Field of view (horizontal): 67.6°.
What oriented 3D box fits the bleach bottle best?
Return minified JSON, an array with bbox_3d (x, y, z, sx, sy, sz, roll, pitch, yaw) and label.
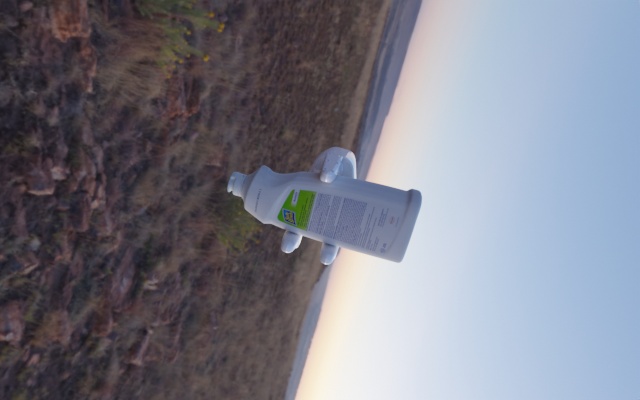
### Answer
[{"bbox_3d":[0.000,0.002,0.641,0.251,0.102,0.068,16,16,4],"label":"bleach bottle"}]
